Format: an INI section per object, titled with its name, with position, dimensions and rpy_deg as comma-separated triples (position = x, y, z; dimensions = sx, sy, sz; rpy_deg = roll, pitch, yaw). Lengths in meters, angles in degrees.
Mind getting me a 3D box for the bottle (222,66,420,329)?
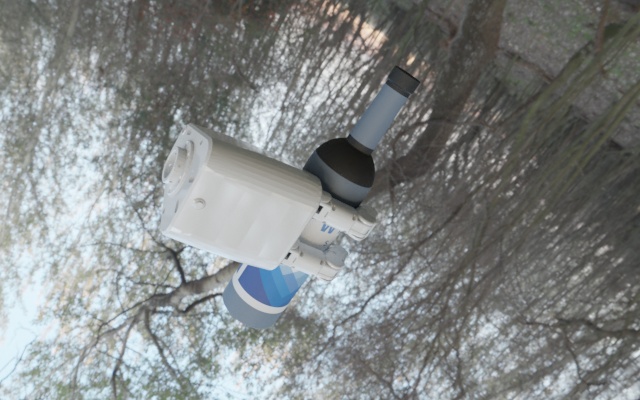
[bottle]
position = 0.000, 0.002, 0.475
dimensions = 0.069, 0.296, 0.069
rpy_deg = 30, 20, -12
